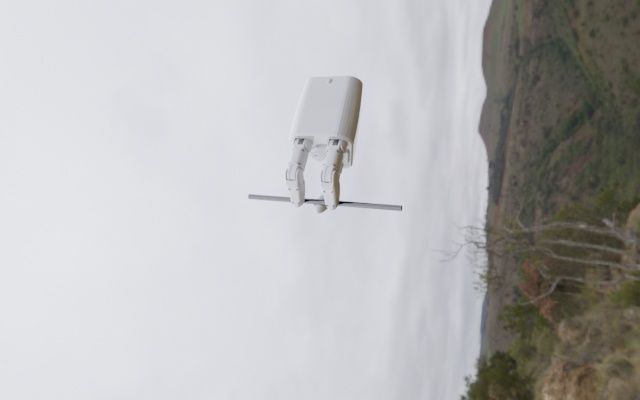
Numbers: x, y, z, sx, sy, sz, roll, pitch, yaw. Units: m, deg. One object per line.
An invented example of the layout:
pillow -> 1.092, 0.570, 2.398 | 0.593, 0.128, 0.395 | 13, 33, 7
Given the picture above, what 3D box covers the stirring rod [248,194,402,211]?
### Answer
stirring rod -> 0.000, 0.002, 0.699 | 0.239, 0.011, 0.011 | 4, 2, 22
